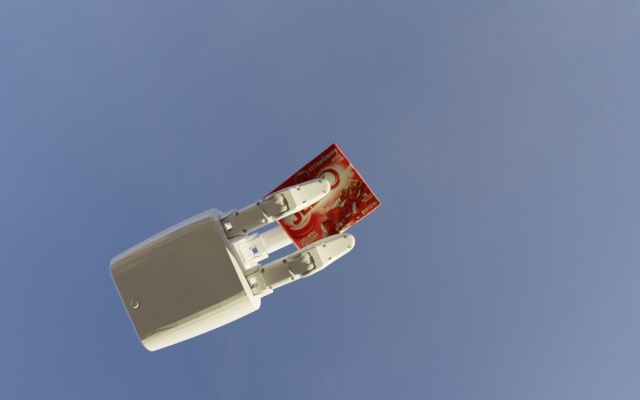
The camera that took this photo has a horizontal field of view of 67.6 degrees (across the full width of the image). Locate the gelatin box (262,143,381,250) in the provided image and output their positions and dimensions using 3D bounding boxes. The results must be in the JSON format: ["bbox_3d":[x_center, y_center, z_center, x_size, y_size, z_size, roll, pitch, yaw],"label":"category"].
[{"bbox_3d":[0.000,0.001,0.455,0.089,0.073,0.030,-37,-1,-5],"label":"gelatin box"}]
